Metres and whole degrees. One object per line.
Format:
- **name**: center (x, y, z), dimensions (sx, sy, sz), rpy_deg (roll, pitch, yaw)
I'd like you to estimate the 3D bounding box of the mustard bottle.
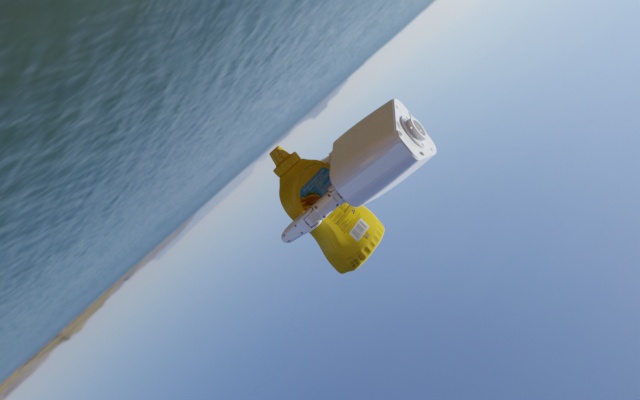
- **mustard bottle**: center (0.000, 0.002, 0.655), dimensions (0.096, 0.191, 0.058), rpy_deg (-48, 11, -35)
